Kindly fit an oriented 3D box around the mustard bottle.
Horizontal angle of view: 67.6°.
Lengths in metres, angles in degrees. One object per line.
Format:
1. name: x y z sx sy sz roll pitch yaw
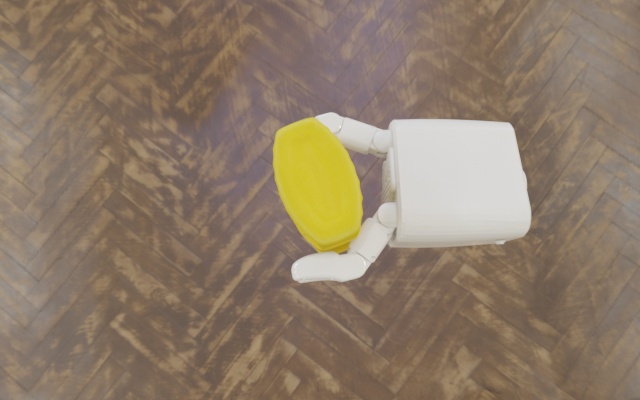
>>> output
1. mustard bottle: 0.000 0.001 0.431 0.058 0.096 0.192 -23 -10 -3
